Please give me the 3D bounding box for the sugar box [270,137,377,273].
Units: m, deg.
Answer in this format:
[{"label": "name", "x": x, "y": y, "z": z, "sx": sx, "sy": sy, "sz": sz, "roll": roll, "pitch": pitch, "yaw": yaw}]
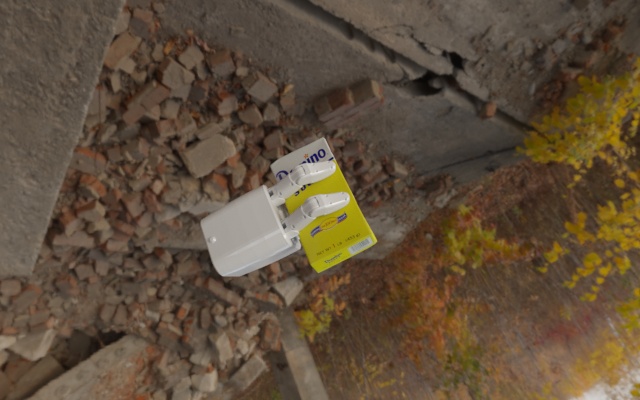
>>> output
[{"label": "sugar box", "x": 0.000, "y": 0.002, "z": 0.673, "sx": 0.093, "sy": 0.176, "sz": 0.048, "roll": -27, "pitch": -28, "yaw": 2}]
